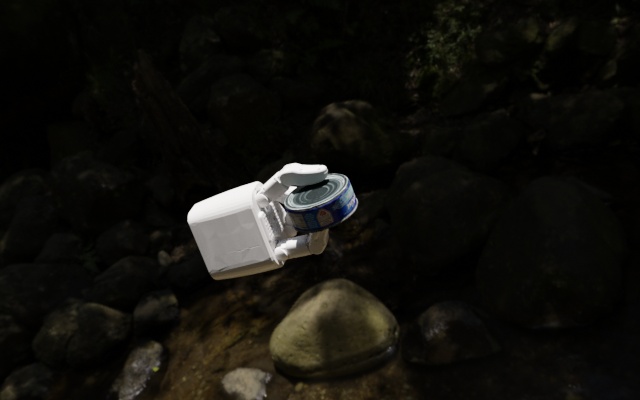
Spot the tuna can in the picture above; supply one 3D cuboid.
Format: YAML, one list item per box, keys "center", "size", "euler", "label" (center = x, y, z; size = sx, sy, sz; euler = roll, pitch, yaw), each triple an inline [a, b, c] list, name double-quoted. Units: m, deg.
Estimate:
- center: [0.000, 0.001, 0.582]
  size: [0.086, 0.034, 0.086]
  euler: [-19, 24, 9]
  label: "tuna can"
